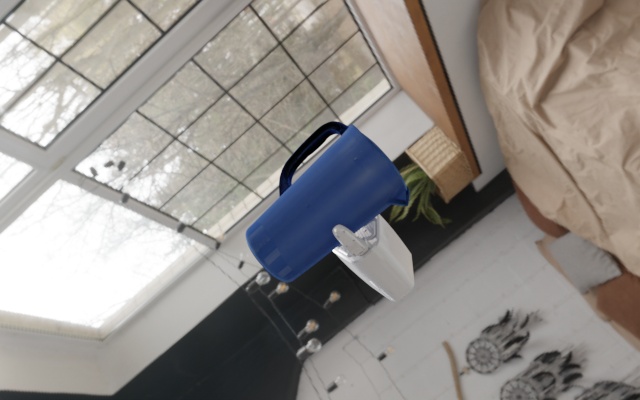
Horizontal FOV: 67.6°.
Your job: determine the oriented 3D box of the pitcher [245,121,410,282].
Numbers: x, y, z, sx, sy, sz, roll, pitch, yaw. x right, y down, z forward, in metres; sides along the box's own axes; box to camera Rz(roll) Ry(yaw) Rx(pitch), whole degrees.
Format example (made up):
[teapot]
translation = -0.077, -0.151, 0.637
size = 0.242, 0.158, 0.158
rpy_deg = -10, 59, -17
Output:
[pitcher]
translation = 0.000, 0.003, 0.731
size = 0.243, 0.145, 0.149
rpy_deg = -41, 22, 6
